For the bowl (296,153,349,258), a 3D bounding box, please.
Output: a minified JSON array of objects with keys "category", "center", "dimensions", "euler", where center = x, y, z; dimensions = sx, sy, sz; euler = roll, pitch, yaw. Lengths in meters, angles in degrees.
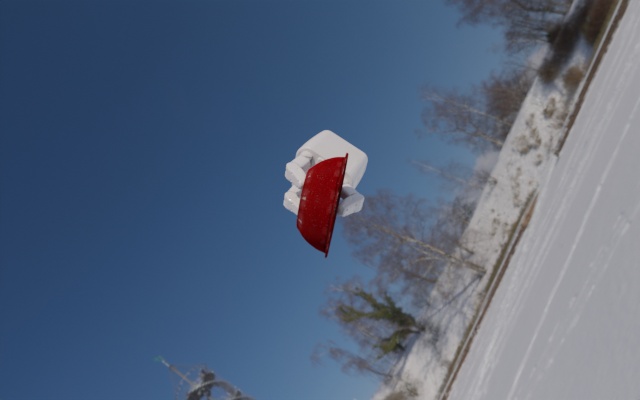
[{"category":"bowl","center":[0.000,0.003,0.718],"dimensions":[0.055,0.162,0.162],"euler":[12,0,3]}]
